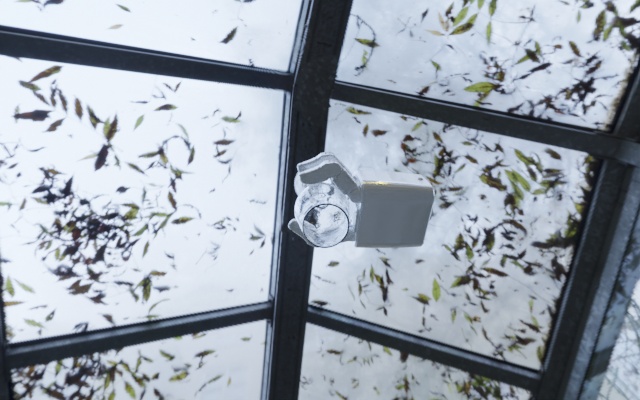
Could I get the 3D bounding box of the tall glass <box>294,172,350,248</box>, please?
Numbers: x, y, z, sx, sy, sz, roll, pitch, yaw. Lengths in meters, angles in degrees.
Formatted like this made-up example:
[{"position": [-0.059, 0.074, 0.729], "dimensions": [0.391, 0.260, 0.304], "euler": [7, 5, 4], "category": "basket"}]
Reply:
[{"position": [0.000, 0.002, 0.709], "dimensions": [0.079, 0.079, 0.201], "euler": [0, 18, -4], "category": "tall glass"}]
